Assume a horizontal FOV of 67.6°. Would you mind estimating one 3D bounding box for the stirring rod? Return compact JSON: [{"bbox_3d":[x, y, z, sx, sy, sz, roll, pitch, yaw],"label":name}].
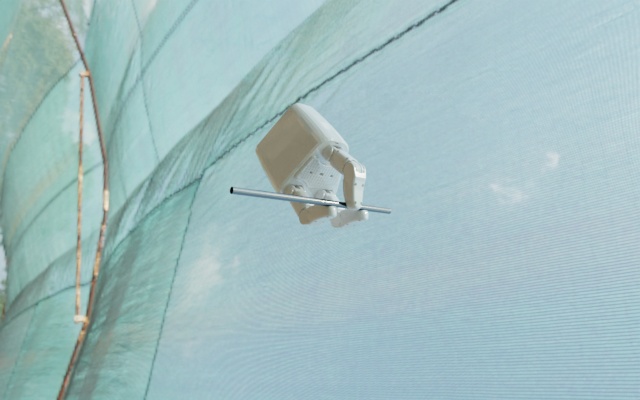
[{"bbox_3d":[0.000,0.002,0.576,0.239,0.011,0.011,8,-5,-38],"label":"stirring rod"}]
